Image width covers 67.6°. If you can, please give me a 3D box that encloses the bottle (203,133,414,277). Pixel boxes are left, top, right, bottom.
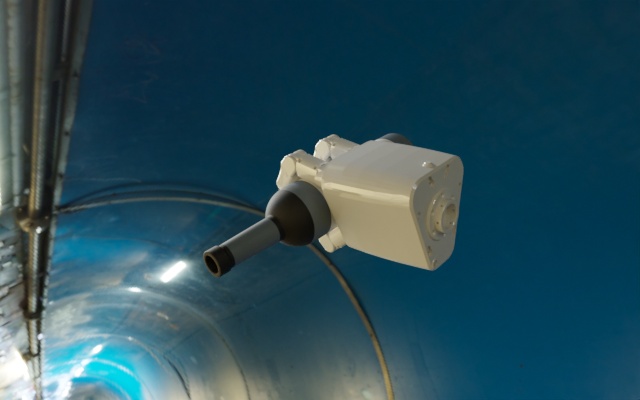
[{"bbox_3d":[0.000,0.002,0.531,0.295,0.069,0.069,-30,19,-38],"label":"bottle"}]
